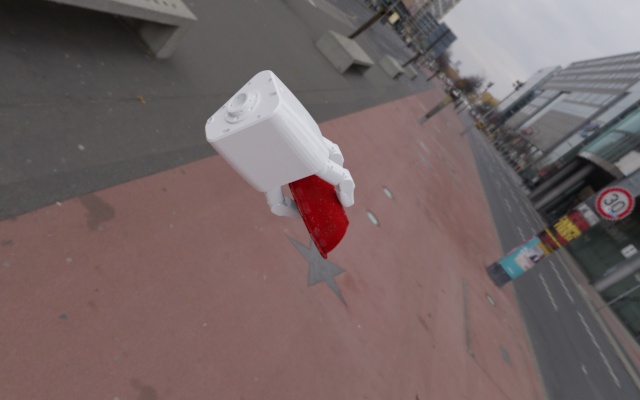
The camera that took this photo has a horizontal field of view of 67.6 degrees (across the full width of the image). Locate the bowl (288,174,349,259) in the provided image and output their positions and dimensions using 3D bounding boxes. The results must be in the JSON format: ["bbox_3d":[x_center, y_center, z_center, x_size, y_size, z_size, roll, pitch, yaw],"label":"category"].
[{"bbox_3d":[0.001,0.003,0.703,0.055,0.162,0.162,-23,-1,3],"label":"bowl"}]
